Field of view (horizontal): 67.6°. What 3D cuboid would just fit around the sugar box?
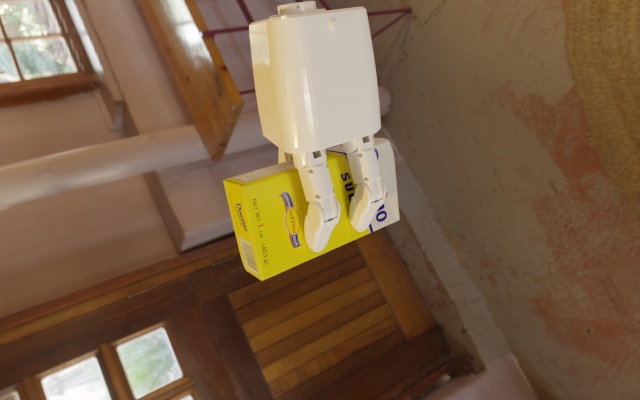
[{"bbox_3d":[0.000,0.002,0.471,0.176,0.093,0.048,-20,21,-30],"label":"sugar box"}]
